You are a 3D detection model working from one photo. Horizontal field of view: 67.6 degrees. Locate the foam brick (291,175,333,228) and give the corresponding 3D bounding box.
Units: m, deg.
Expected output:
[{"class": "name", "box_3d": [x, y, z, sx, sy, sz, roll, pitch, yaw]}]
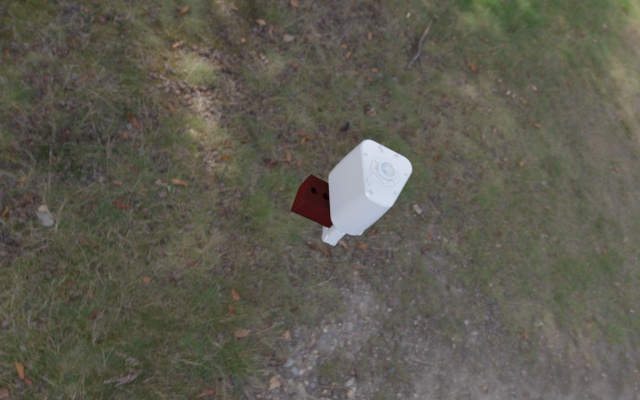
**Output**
[{"class": "foam brick", "box_3d": [0.000, 0.003, 0.794, 0.078, 0.053, 0.051, 25, -33, -14]}]
